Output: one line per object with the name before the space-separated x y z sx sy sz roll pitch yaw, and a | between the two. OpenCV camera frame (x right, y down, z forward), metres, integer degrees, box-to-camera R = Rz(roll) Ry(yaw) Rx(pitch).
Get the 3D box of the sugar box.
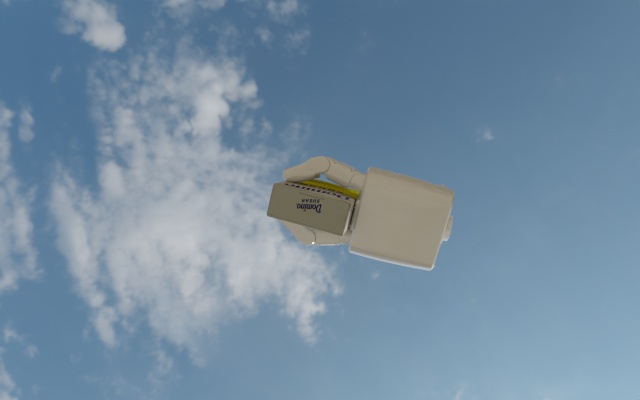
sugar box | 0.000 0.002 0.616 0.093 0.048 0.176 15 5 7
